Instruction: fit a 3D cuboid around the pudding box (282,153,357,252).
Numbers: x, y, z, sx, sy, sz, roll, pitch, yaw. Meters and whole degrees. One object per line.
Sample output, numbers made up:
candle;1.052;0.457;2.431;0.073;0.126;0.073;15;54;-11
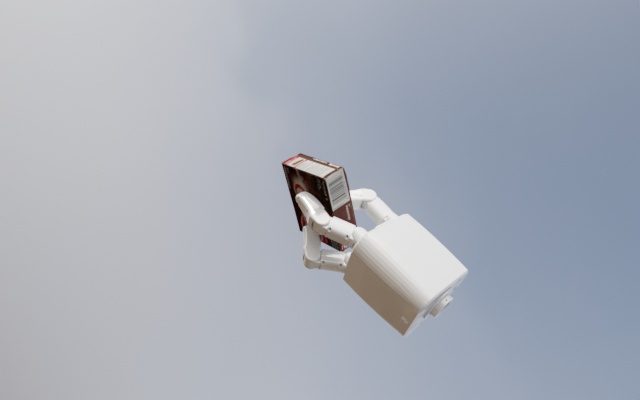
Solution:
pudding box;0.000;0.002;0.624;0.039;0.113;0.090;-30;34;-31
